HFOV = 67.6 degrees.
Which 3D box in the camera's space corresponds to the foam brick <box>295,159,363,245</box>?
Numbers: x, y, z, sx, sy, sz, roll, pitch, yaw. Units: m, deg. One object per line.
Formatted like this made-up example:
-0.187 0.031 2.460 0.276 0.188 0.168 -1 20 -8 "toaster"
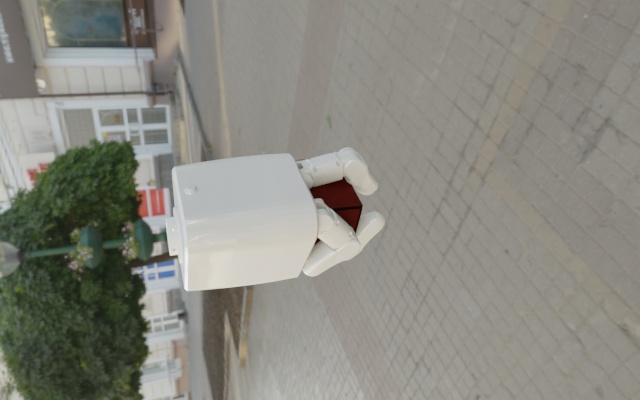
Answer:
0.000 0.001 0.467 0.051 0.053 0.078 -6 43 -19 "foam brick"
